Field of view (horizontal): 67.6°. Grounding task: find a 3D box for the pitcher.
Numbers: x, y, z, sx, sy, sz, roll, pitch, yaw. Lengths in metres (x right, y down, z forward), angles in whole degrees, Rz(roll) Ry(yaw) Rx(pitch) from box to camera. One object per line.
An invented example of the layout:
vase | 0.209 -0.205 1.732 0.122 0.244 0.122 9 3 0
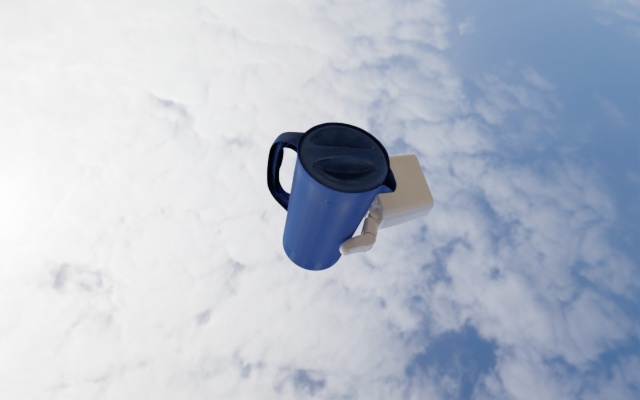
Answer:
pitcher | 0.000 0.002 0.745 0.145 0.149 0.243 -13 -33 -25
